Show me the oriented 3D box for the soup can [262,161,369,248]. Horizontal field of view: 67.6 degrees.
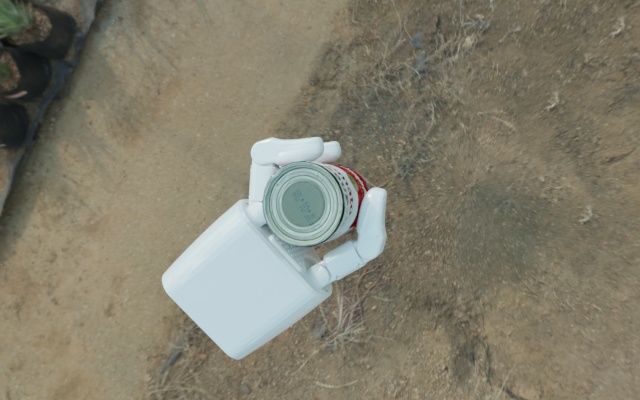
[{"bbox_3d":[0.000,0.001,0.407,0.068,0.068,0.102,0,2,17],"label":"soup can"}]
